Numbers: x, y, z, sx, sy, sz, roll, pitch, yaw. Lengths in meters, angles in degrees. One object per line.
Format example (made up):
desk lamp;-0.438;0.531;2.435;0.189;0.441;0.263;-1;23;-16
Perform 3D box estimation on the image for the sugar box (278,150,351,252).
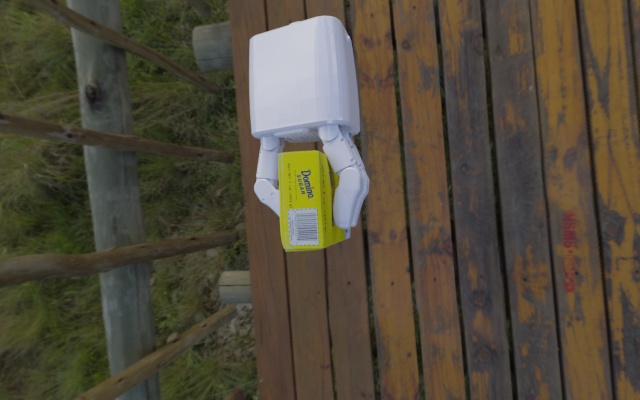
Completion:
sugar box;0.001;0.002;0.521;0.048;0.093;0.176;-2;-1;14
